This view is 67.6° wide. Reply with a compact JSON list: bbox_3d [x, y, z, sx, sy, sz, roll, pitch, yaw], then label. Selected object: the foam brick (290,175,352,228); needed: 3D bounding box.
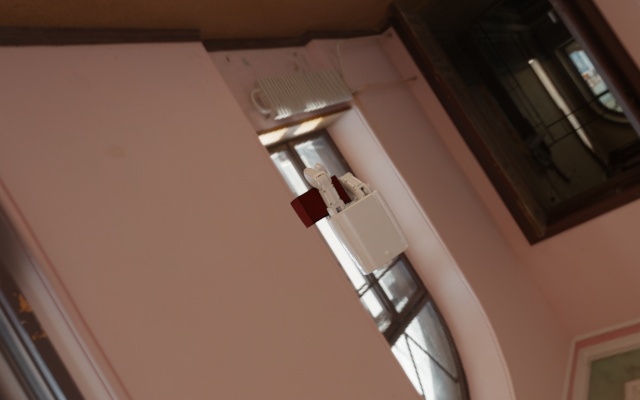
[{"bbox_3d":[0.000,0.003,0.780,0.078,0.051,0.053,-31,-2,-18],"label":"foam brick"}]
